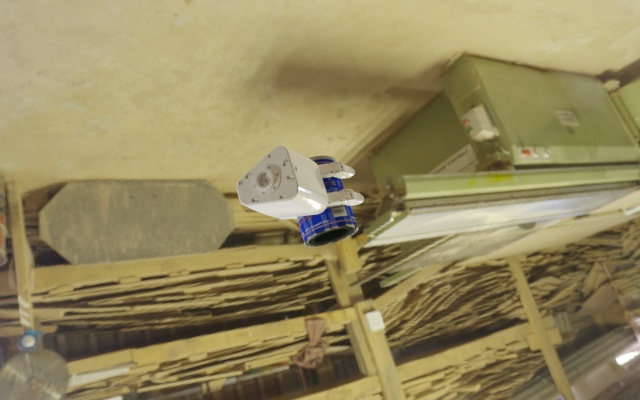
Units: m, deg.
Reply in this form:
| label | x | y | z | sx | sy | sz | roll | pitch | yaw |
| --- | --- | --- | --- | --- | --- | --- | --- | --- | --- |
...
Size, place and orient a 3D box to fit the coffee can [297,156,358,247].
| label | x | y | z | sx | sy | sz | roll | pitch | yaw |
| --- | --- | --- | --- | --- | --- | --- | --- | --- | --- |
| coffee can | 0.000 | 0.003 | 0.881 | 0.103 | 0.140 | 0.103 | -16 | -19 | -5 |
